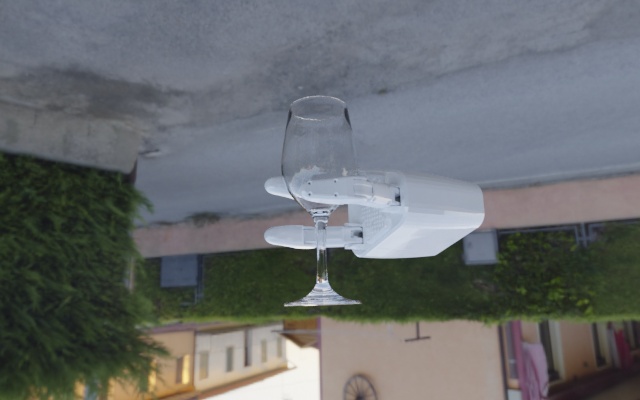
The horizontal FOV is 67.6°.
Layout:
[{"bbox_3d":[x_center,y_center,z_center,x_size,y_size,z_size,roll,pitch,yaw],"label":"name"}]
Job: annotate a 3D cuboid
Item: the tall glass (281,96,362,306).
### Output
[{"bbox_3d":[0.000,0.002,0.474,0.079,0.201,0.079,-2,-13,0],"label":"tall glass"}]
